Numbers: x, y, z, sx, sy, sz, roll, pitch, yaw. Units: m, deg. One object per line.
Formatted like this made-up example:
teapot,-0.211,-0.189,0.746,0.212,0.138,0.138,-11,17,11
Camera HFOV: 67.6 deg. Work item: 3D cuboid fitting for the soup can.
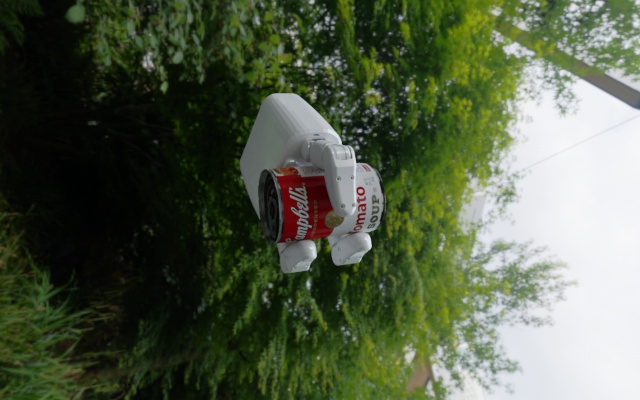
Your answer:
soup can,0.001,0.002,0.442,0.102,0.068,0.068,-5,2,-22
